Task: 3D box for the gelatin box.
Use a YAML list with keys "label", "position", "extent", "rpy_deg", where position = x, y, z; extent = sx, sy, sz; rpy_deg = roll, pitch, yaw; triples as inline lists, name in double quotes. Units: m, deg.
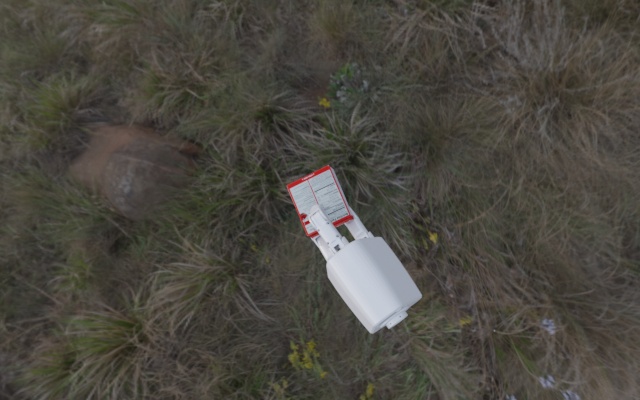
- label: "gelatin box"
  position: [0.000, 0.002, 0.721]
  extent: [0.073, 0.089, 0.030]
  rpy_deg: [-26, -14, 10]
